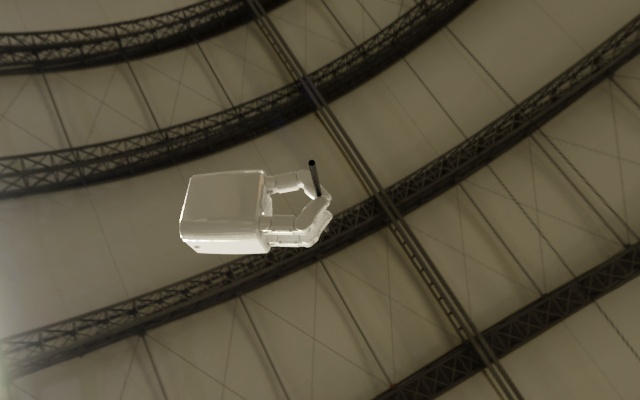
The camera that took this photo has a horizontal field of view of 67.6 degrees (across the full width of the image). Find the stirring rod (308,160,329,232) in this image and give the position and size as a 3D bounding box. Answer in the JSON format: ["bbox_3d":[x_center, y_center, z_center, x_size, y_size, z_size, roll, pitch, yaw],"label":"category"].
[{"bbox_3d":[0.000,0.002,0.658,0.011,0.011,0.240,0,-22,5],"label":"stirring rod"}]
